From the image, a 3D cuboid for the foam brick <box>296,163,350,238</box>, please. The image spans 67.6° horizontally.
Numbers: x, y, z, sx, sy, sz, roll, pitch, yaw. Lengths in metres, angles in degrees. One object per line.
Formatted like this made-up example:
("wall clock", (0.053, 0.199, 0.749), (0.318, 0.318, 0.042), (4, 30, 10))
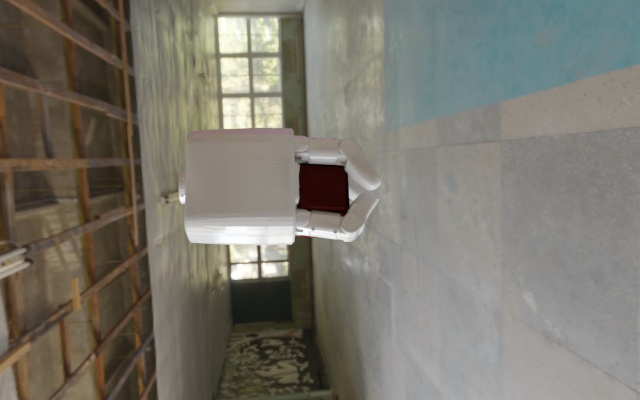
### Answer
("foam brick", (0.000, 0.002, 0.519), (0.051, 0.053, 0.078), (2, -29, -5))
